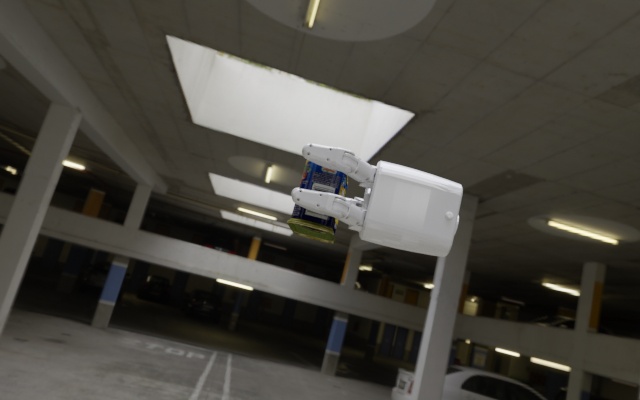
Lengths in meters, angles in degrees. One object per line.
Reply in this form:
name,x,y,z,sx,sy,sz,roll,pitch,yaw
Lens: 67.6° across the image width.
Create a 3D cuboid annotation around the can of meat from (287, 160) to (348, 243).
can of meat,0.000,0.002,0.597,0.057,0.084,0.102,14,-11,6
